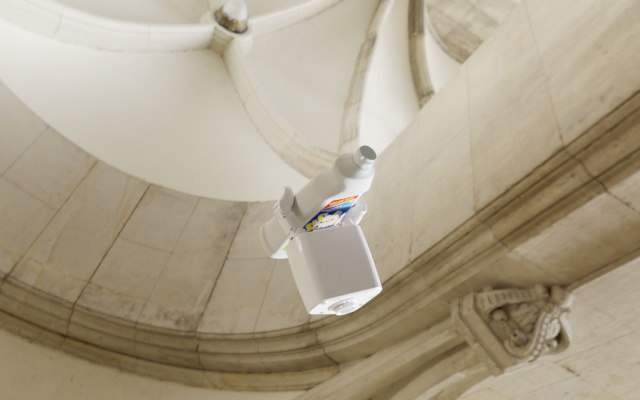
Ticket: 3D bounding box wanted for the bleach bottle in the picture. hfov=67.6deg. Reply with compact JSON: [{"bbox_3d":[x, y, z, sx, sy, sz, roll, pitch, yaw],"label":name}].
[{"bbox_3d":[0.000,0.002,0.750,0.102,0.068,0.251,-1,-33,-36],"label":"bleach bottle"}]
